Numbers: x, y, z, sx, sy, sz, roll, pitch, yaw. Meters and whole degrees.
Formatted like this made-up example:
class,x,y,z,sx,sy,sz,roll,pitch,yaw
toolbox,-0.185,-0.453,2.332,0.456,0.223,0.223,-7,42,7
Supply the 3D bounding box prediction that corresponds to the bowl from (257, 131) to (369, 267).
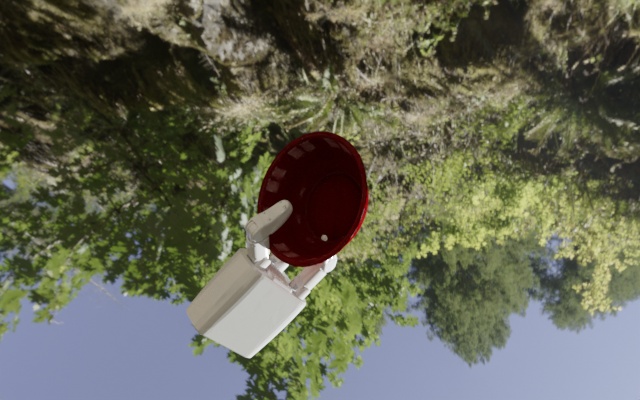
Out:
class,x,y,z,sx,sy,sz,roll,pitch,yaw
bowl,0.001,0.001,0.573,0.162,0.162,0.055,0,-12,38
